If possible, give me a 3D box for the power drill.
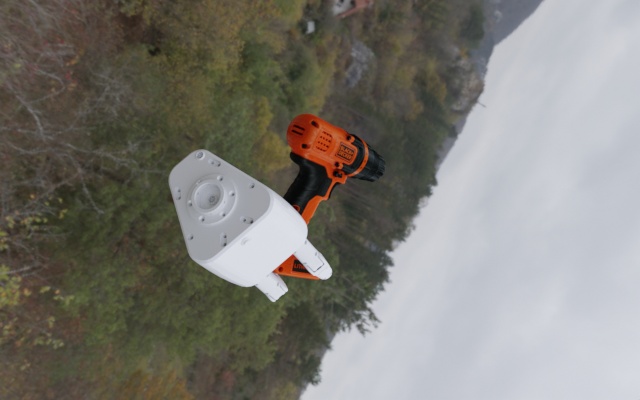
[{"bbox_3d":[0.000,0.002,0.595,0.057,0.187,0.184,25,3,39],"label":"power drill"}]
